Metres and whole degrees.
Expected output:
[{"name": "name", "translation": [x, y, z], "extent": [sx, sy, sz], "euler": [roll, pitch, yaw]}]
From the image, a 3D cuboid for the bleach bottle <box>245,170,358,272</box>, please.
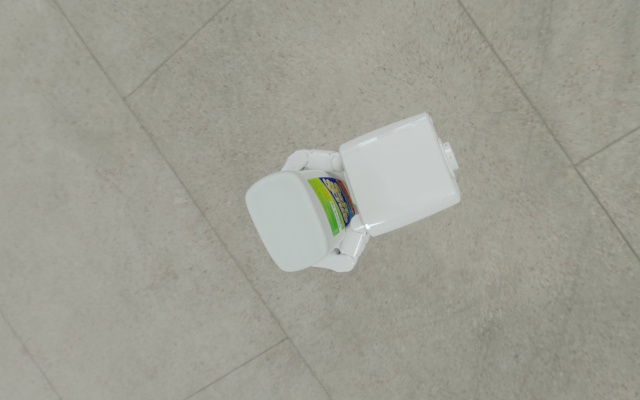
[{"name": "bleach bottle", "translation": [0.000, 0.002, 0.580], "extent": [0.068, 0.102, 0.251], "euler": [-23, 3, 18]}]
